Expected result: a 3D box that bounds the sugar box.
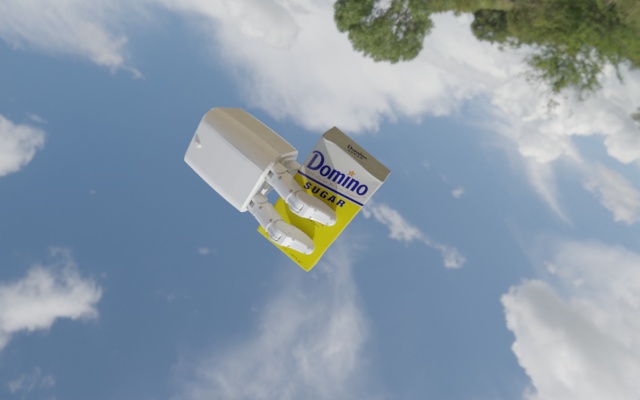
[{"bbox_3d":[0.000,0.002,0.614,0.093,0.176,0.048,39,34,3],"label":"sugar box"}]
